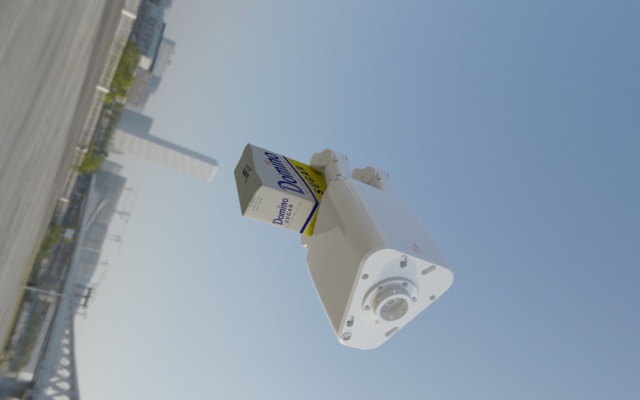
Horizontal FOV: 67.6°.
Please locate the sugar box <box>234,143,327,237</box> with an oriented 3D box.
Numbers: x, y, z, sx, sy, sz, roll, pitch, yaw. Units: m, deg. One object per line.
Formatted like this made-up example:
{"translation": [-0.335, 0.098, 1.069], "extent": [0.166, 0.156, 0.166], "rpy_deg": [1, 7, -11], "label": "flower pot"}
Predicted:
{"translation": [0.000, 0.001, 0.507], "extent": [0.176, 0.048, 0.093], "rpy_deg": [21, 23, -26], "label": "sugar box"}
